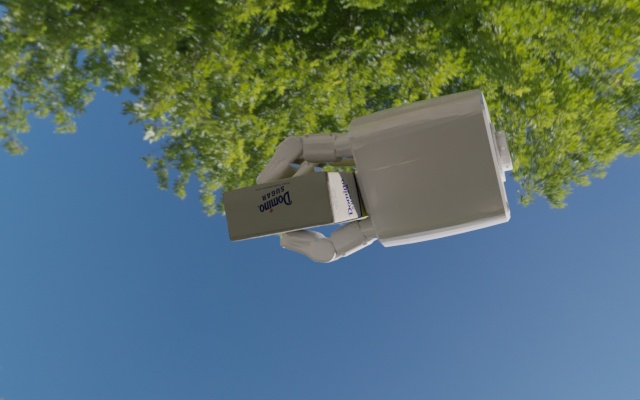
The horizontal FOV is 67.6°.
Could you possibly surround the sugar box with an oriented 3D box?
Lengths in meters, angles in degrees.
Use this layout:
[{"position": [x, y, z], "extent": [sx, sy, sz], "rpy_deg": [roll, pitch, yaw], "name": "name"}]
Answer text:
[{"position": [0.000, 0.001, 0.435], "extent": [0.093, 0.048, 0.176], "rpy_deg": [-11, -5, 22], "name": "sugar box"}]
